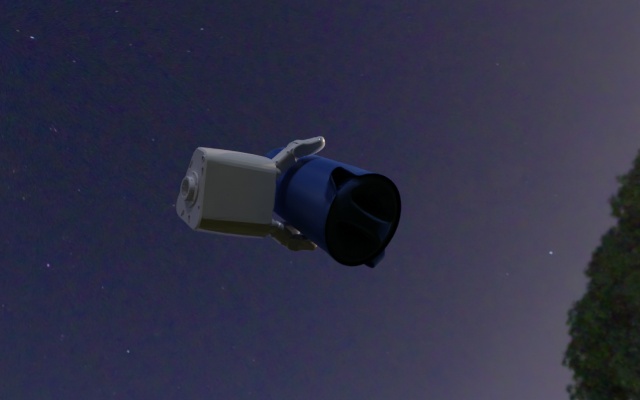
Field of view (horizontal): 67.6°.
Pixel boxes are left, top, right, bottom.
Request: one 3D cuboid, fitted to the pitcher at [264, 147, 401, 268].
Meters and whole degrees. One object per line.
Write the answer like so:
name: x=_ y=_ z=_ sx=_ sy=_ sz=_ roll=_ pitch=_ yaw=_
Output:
pitcher: x=0.000 y=0.002 z=0.736 sx=0.145 sy=0.149 sz=0.242 roll=5 pitch=14 yaw=-37
